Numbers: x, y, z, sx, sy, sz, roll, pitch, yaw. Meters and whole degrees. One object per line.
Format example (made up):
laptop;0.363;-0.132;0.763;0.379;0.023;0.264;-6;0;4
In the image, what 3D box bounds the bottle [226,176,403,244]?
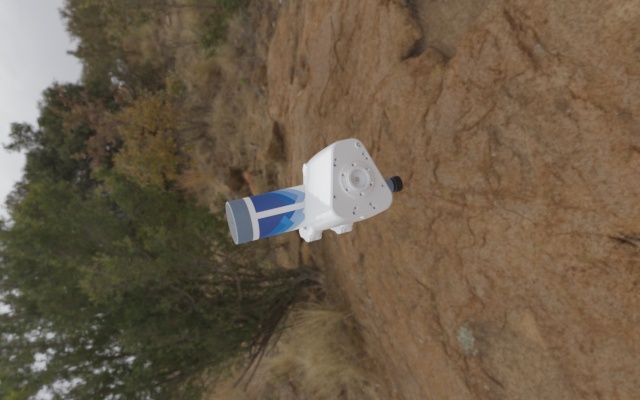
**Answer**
bottle;0.000;0.003;0.772;0.295;0.069;0.069;-13;4;-20
